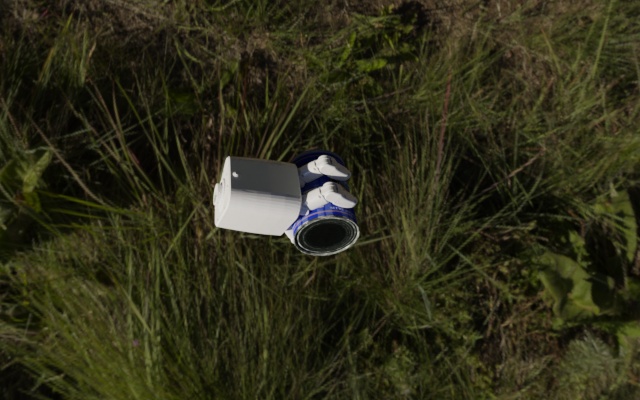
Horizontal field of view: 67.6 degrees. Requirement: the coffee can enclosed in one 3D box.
[{"bbox_3d":[0.000,0.002,0.770,0.103,0.140,0.103,-6,-39,-5],"label":"coffee can"}]
